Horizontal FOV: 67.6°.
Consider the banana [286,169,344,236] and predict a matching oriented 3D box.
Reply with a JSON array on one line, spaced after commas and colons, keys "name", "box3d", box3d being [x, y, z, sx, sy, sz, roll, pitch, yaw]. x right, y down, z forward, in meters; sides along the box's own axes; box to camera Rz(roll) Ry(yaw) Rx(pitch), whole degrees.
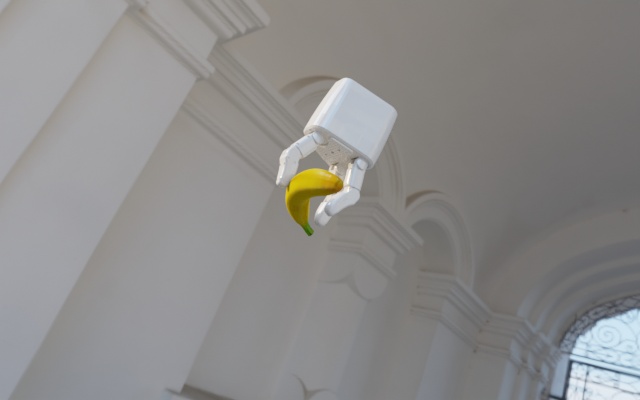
[{"name": "banana", "box3d": [-0.016, -0.007, 0.672, 0.069, 0.037, 0.198, 35, -23, 3]}]
